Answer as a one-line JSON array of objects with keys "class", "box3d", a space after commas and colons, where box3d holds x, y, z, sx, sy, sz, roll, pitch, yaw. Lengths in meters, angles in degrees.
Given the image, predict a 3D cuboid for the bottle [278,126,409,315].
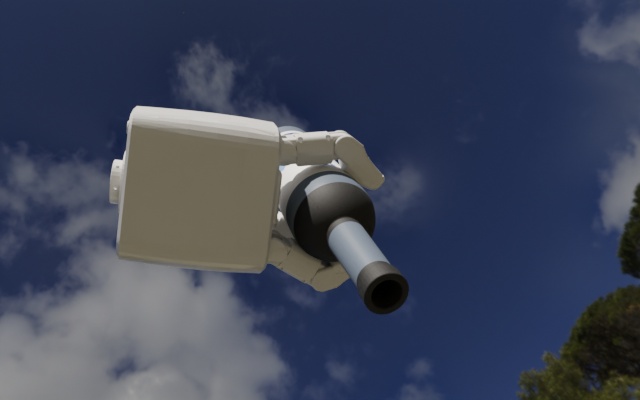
[{"class": "bottle", "box3d": [0.000, 0.001, 0.402, 0.069, 0.069, 0.295, 0, 21, -16]}]
